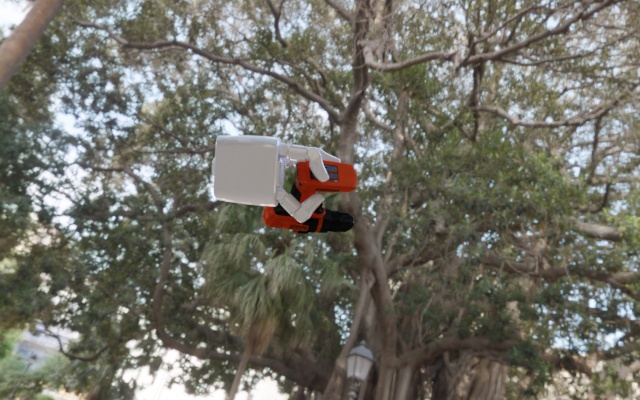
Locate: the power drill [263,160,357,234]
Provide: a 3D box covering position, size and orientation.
[{"bbox_3d":[0.000,0.003,0.884,0.184,0.057,0.188,5,-34,-19],"label":"power drill"}]
